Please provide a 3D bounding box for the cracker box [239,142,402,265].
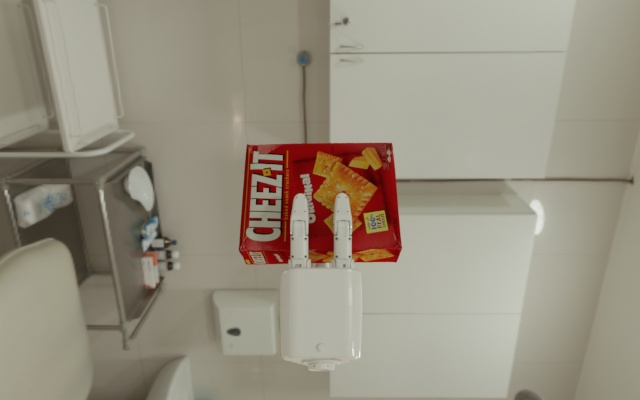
[{"bbox_3d":[0.000,0.002,0.670,0.214,0.164,0.072,0,-25,1],"label":"cracker box"}]
